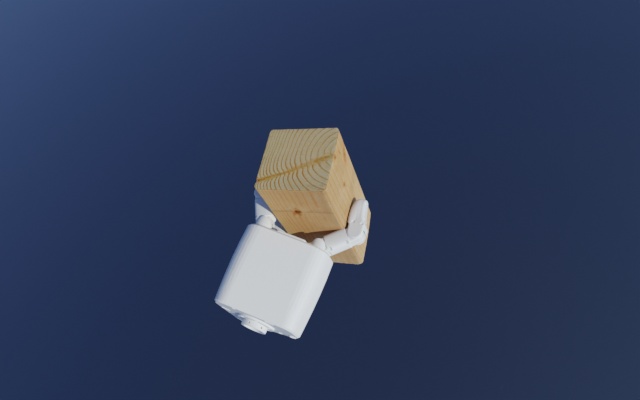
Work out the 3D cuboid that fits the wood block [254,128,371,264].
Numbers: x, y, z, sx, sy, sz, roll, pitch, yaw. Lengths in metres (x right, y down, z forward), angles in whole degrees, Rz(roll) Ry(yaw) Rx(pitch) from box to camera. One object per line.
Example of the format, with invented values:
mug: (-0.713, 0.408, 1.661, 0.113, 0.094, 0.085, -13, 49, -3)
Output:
wood block: (0.000, 0.002, 0.643, 0.091, 0.090, 0.206, 2, -29, 19)
